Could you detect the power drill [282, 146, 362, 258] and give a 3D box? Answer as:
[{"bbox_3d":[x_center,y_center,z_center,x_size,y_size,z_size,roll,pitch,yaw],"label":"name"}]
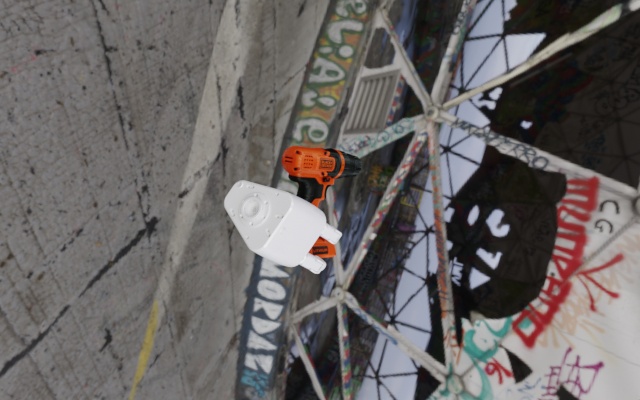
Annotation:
[{"bbox_3d":[0.000,0.003,0.821,0.057,0.187,0.184,11,6,42],"label":"power drill"}]
